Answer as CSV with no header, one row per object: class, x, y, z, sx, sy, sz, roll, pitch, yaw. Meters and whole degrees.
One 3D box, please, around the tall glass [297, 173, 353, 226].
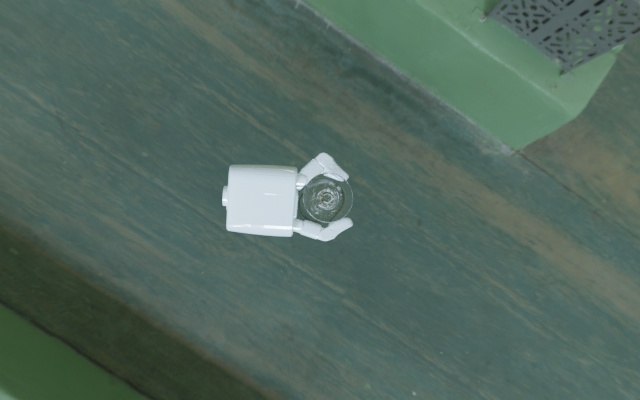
tall glass,0.000,0.003,0.800,0.079,0.079,0.201,0,-4,-6
